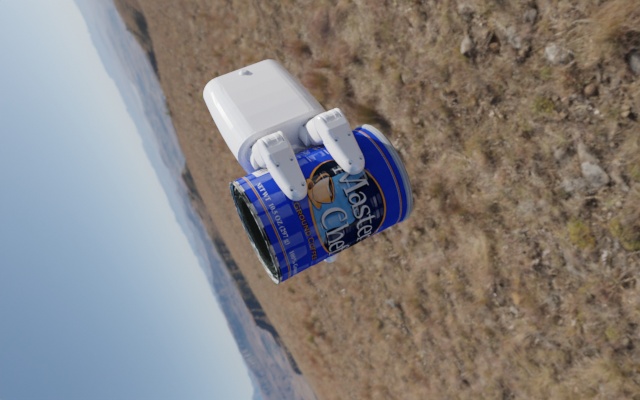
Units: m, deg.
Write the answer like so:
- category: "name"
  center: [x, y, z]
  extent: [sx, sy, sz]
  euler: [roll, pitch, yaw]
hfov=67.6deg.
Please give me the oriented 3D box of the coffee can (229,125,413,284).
- category: "coffee can"
  center: [0.000, 0.002, 0.450]
  extent: [0.140, 0.103, 0.103]
  euler: [-25, 7, -16]
